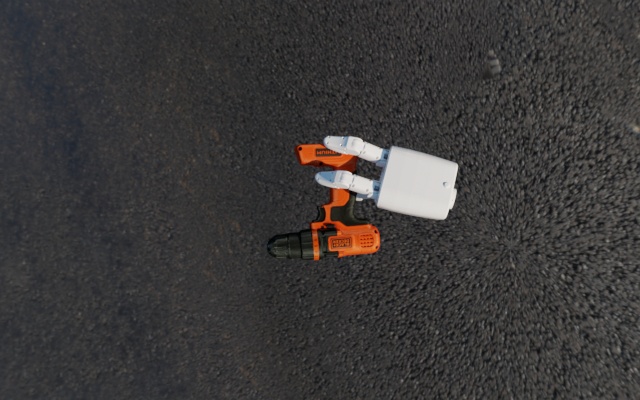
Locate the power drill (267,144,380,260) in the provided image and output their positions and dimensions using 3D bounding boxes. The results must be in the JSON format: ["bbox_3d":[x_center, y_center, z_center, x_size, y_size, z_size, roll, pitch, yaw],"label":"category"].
[{"bbox_3d":[0.000,0.002,0.779,0.184,0.187,0.057,-4,2,-6],"label":"power drill"}]
